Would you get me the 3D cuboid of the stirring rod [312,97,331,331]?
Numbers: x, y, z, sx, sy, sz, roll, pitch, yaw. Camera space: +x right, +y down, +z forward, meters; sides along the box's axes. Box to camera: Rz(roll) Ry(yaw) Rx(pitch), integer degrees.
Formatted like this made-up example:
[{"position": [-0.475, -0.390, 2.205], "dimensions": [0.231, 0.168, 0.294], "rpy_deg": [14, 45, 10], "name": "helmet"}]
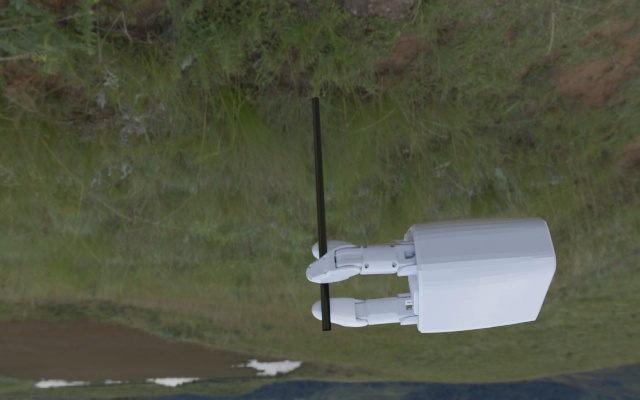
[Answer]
[{"position": [0.000, 0.001, 0.457], "dimensions": [0.011, 0.239, 0.011], "rpy_deg": [-2, -25, -1], "name": "stirring rod"}]
